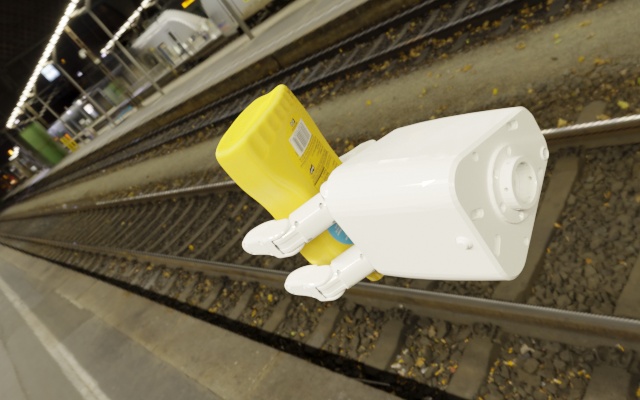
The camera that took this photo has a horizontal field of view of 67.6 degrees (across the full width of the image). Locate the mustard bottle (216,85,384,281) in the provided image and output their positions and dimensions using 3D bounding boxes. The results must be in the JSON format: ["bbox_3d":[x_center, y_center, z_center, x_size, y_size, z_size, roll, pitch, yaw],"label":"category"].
[{"bbox_3d":[0.000,0.001,0.410,0.058,0.192,0.096,-23,29,32],"label":"mustard bottle"}]
